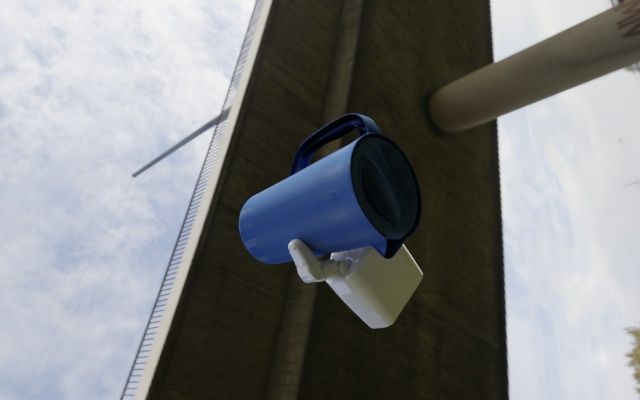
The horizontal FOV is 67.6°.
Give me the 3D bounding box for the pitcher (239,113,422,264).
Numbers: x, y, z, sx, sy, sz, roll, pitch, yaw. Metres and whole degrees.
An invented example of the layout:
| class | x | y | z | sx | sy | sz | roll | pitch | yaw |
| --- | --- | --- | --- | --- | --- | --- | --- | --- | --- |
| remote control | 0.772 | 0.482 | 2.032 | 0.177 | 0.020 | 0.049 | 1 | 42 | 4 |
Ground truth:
| class | x | y | z | sx | sy | sz | roll | pitch | yaw |
| --- | --- | --- | --- | --- | --- | --- | --- | --- | --- |
| pitcher | 0.000 | 0.002 | 0.640 | 0.243 | 0.145 | 0.149 | -20 | 29 | 42 |
